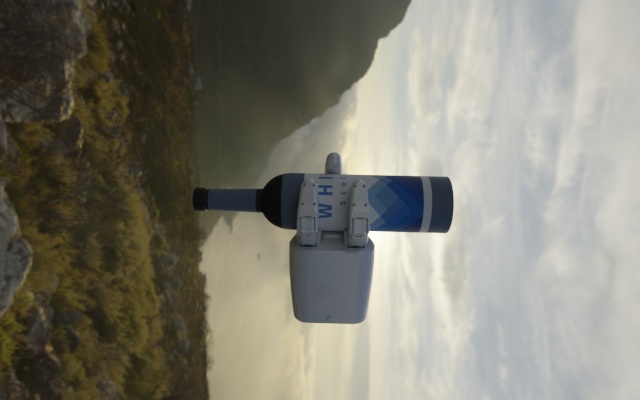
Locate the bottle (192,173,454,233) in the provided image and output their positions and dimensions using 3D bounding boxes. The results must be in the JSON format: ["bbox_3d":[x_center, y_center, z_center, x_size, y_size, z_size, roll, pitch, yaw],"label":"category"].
[{"bbox_3d":[0.000,0.002,0.559,0.296,0.069,0.069,1,0,1],"label":"bottle"}]
